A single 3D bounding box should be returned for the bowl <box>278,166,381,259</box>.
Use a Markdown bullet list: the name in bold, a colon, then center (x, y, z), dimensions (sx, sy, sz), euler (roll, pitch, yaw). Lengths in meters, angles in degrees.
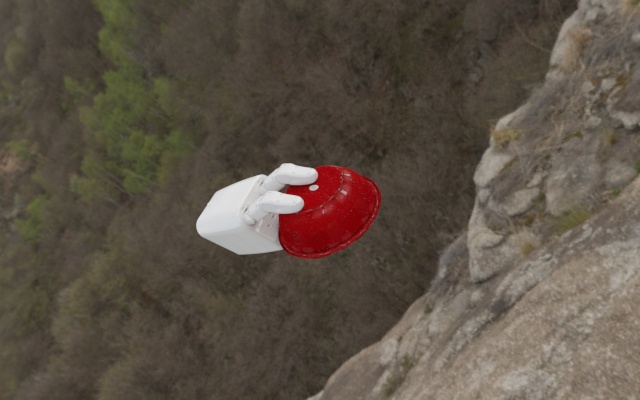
- **bowl**: center (0.001, 0.002, 0.664), dimensions (0.162, 0.162, 0.055), euler (0, -44, 37)
